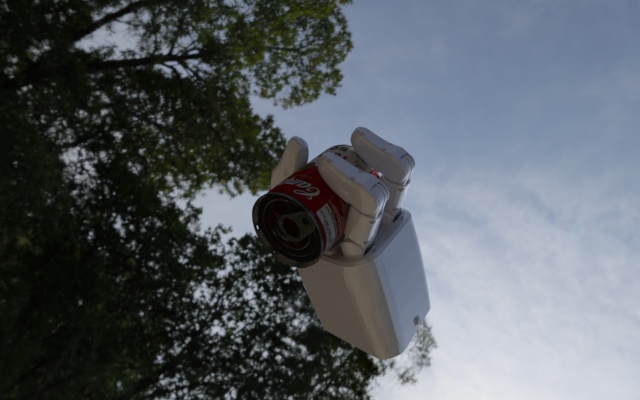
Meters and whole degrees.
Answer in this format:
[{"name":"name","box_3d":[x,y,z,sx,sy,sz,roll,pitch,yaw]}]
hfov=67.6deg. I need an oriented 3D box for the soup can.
[{"name":"soup can","box_3d":[0.000,0.001,0.407,0.068,0.068,0.102,0,27,37]}]
